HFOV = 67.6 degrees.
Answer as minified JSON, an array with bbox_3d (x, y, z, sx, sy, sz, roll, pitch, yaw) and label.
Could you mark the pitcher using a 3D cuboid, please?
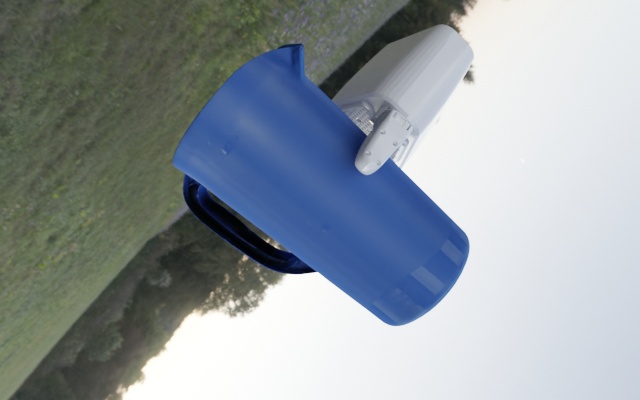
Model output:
[{"bbox_3d":[0.000,0.001,0.420,0.243,0.145,0.149,41,-18,-5],"label":"pitcher"}]
